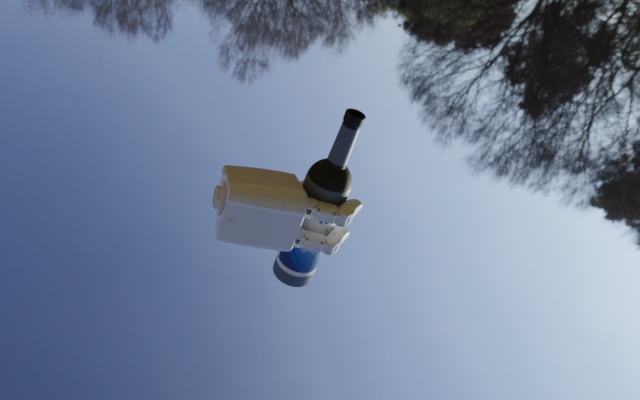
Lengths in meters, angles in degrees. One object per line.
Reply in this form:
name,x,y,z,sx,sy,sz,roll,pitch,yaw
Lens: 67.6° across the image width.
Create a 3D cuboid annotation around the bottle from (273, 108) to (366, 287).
bottle,0.000,0.002,0.692,0.069,0.296,0.069,15,35,-10
